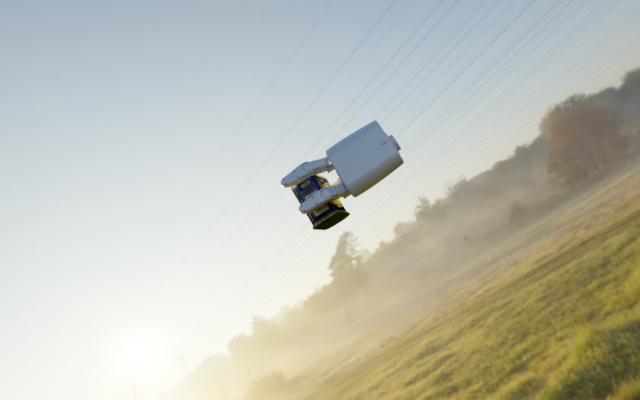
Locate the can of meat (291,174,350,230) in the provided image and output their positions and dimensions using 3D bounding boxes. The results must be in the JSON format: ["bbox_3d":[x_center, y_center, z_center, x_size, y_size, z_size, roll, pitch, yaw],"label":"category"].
[{"bbox_3d":[0.000,0.003,0.851,0.057,0.084,0.102,-34,-13,13],"label":"can of meat"}]
